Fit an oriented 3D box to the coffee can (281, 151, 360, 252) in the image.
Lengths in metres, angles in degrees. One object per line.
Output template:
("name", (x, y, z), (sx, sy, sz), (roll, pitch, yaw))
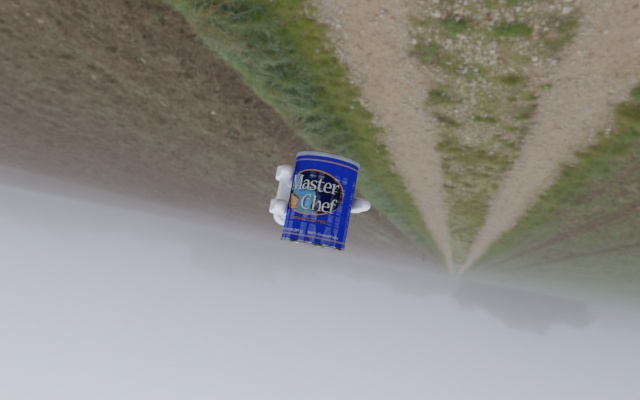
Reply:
("coffee can", (0.000, 0.002, 0.756), (0.103, 0.140, 0.103), (10, -7, 1))
